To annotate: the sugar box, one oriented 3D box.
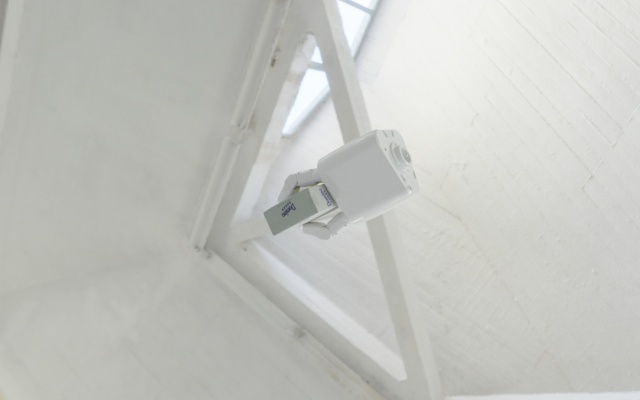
[{"bbox_3d":[0.000,0.002,0.756,0.093,0.048,0.176,-28,-8,32],"label":"sugar box"}]
